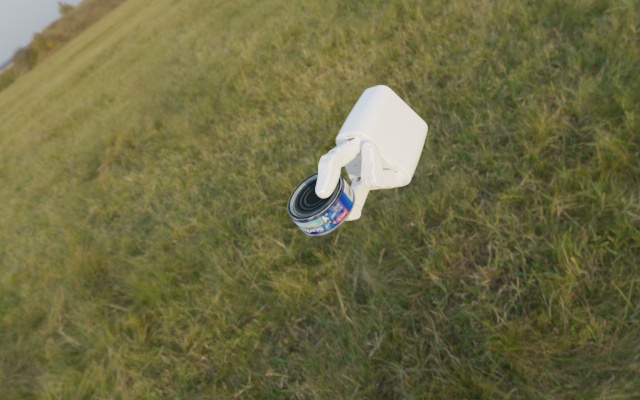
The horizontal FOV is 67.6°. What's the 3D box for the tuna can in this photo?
[{"bbox_3d":[0.000,0.002,0.618,0.086,0.086,0.034,0,-38,42],"label":"tuna can"}]
